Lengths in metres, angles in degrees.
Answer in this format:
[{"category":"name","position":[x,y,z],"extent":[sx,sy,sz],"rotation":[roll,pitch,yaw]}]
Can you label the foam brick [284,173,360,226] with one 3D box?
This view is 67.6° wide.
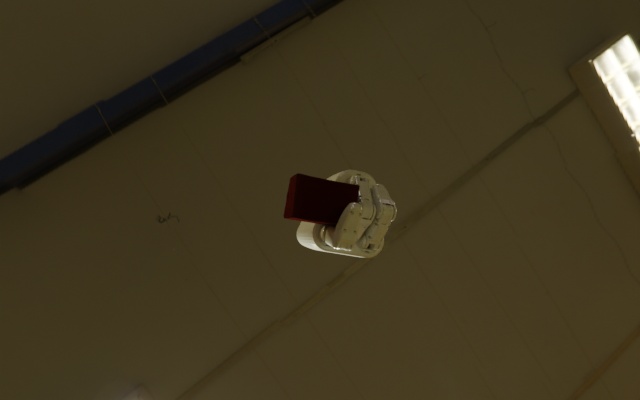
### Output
[{"category":"foam brick","position":[0.000,0.002,0.574],"extent":[0.078,0.053,0.051],"rotation":[11,-5,-16]}]
